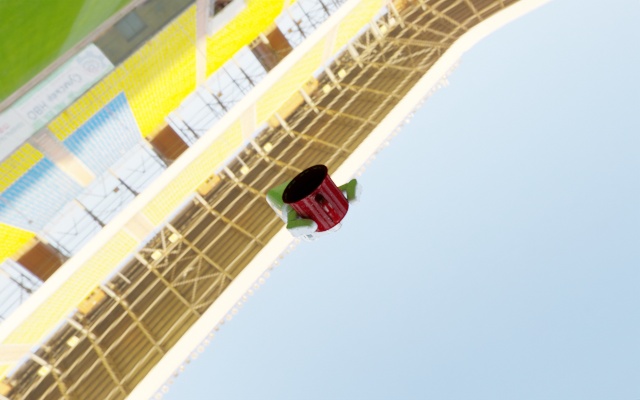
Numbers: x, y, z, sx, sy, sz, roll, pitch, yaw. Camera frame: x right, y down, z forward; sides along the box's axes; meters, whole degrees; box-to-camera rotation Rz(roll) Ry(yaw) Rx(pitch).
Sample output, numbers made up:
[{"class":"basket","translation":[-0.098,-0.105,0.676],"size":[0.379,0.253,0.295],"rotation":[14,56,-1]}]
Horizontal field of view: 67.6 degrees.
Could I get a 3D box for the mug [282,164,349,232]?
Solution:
[{"class":"mug","translation":[0.001,0.003,0.797],"size":[0.093,0.081,0.117],"rotation":[-42,28,-7]}]
